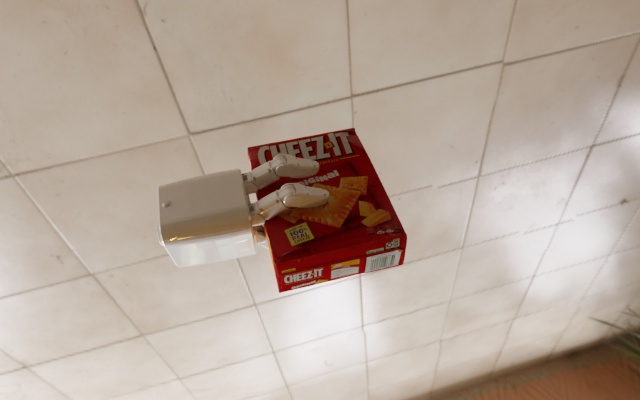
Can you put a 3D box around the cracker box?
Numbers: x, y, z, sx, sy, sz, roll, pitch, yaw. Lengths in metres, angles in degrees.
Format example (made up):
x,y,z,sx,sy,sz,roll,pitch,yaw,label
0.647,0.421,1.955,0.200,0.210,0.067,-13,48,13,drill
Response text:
x,y,z,sx,sy,sz,roll,pitch,yaw,label
0.000,0.002,0.637,0.164,0.213,0.072,-11,-42,-9,cracker box
